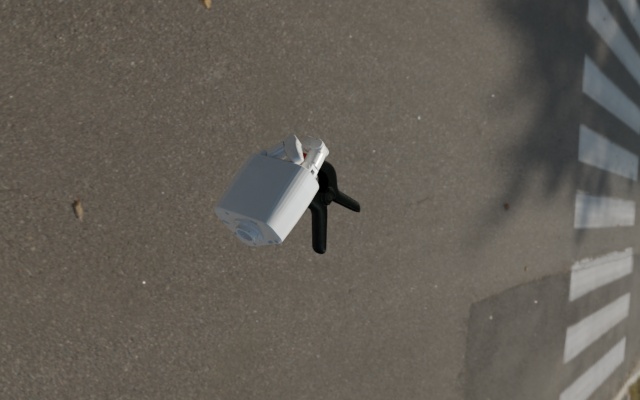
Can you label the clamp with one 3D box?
[{"bbox_3d":[0.001,0.002,0.771,0.039,0.120,0.172,5,-37,41],"label":"clamp"}]
